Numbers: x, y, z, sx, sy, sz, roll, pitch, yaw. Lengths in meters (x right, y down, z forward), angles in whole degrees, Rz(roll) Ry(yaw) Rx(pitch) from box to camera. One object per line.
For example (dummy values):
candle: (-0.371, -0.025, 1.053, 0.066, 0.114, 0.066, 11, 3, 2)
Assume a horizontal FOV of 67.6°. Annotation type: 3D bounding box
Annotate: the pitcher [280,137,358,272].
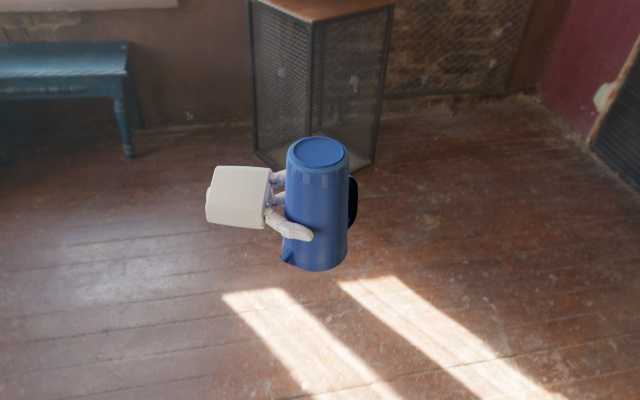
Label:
pitcher: (0.000, 0.003, 0.896, 0.145, 0.243, 0.149, 6, 41, 3)
